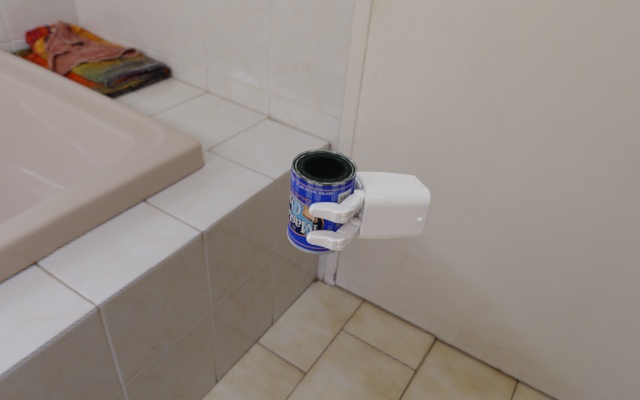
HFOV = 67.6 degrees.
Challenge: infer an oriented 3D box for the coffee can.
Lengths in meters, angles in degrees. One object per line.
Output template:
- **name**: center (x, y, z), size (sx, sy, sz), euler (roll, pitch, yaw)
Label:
- **coffee can**: center (0.000, 0.003, 0.778), size (0.103, 0.140, 0.102), euler (4, 36, -3)
